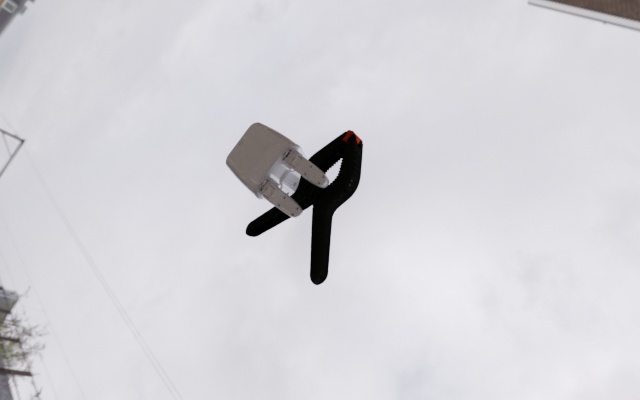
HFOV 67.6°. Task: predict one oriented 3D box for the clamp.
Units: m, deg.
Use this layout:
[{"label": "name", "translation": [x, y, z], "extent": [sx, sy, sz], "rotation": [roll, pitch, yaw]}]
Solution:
[{"label": "clamp", "translation": [0.001, 0.002, 0.654], "extent": [0.164, 0.210, 0.036], "rotation": [38, 1, 41]}]
